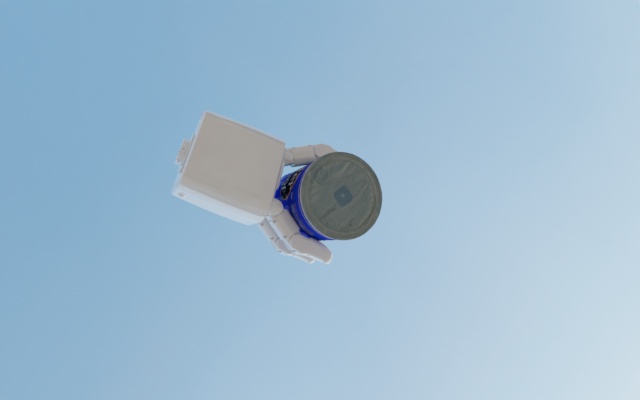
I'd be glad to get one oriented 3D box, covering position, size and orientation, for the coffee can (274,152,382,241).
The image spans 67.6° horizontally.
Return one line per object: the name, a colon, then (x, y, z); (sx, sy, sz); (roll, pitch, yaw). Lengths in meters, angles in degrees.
coffee can: (0.000, 0.002, 0.609); (0.103, 0.103, 0.140); (0, -6, -22)
